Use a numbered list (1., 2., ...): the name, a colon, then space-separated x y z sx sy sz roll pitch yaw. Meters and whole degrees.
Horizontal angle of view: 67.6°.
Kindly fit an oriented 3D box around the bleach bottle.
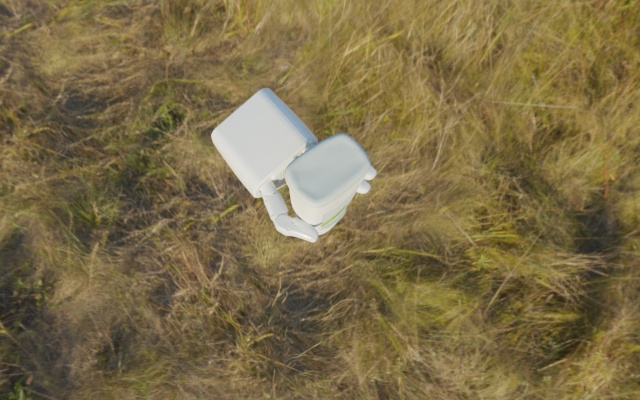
1. bleach bottle: 0.000 0.002 0.664 0.102 0.068 0.251 -36 -12 -16
